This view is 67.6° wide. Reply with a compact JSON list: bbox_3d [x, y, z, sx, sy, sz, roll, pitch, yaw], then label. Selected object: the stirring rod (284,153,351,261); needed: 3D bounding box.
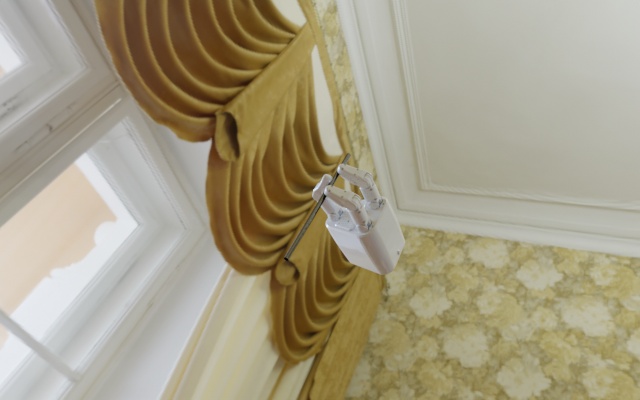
[{"bbox_3d":[0.000,0.003,0.763,0.011,0.011,0.239,0,43,35],"label":"stirring rod"}]
